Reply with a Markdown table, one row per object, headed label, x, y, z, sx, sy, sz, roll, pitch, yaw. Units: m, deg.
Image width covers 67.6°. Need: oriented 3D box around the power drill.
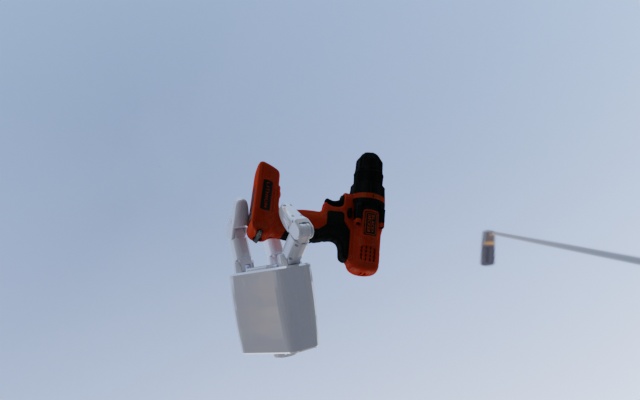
| label | x | y | z | sx | sy | sz | roll | pitch | yaw |
| --- | --- | --- | --- | --- | --- | --- | --- | --- | --- |
| power drill | 0.000 | 0.002 | 0.658 | 0.187 | 0.184 | 0.057 | 11 | -24 | -11 |
